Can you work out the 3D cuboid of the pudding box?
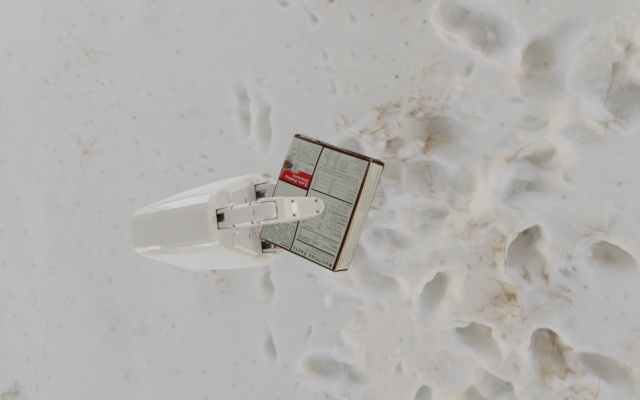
[{"bbox_3d":[0.000,0.001,0.462,0.090,0.113,0.039,22,8,25],"label":"pudding box"}]
